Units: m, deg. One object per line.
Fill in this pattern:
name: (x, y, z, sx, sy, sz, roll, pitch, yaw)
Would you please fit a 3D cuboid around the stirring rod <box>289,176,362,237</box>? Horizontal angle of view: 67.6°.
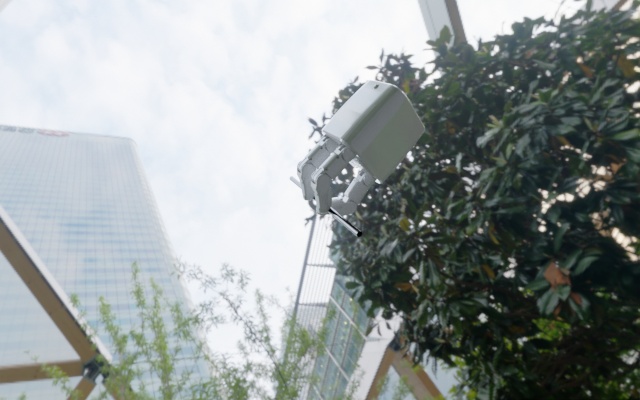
stirring rod: (0.000, 0.002, 0.694, 0.011, 0.011, 0.239, 0, 19, -25)
